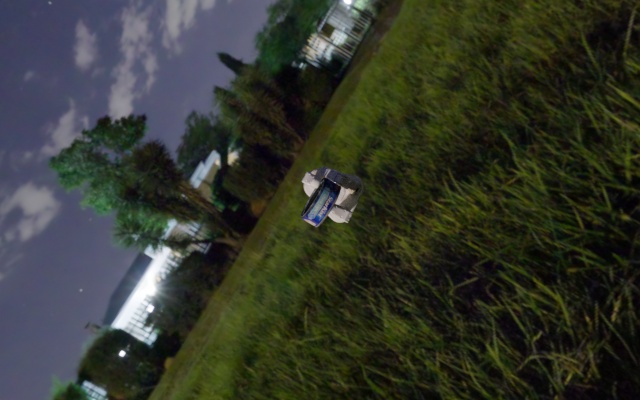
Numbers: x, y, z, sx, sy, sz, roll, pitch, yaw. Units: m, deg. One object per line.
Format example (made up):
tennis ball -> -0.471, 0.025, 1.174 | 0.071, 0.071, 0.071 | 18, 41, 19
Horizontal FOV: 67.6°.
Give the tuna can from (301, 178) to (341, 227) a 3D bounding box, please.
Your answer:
tuna can -> 0.000, 0.002, 0.848 | 0.034, 0.086, 0.086 | 31, -5, -9
